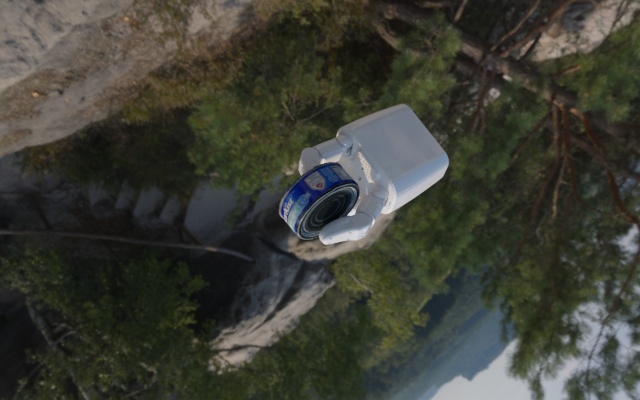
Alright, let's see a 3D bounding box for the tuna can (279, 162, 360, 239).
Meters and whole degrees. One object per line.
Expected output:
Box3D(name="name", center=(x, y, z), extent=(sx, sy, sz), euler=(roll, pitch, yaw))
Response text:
Box3D(name="tuna can", center=(0.000, 0.002, 0.510), extent=(0.086, 0.086, 0.033), euler=(0, 43, -54))
